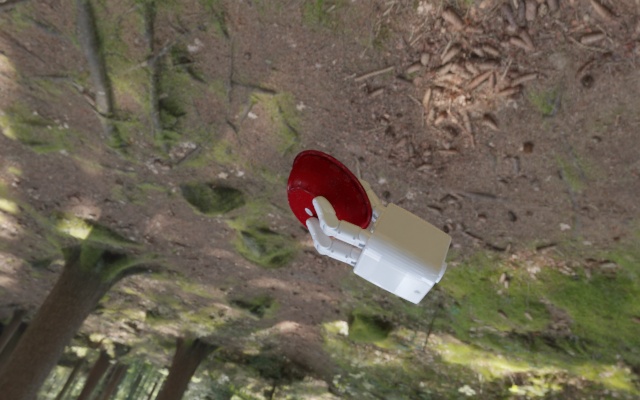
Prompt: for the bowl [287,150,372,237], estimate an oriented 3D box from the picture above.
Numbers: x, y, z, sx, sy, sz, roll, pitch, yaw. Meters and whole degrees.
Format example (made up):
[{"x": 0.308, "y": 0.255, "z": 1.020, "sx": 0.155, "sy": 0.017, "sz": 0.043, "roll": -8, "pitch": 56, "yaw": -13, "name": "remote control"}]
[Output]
[{"x": -0.001, "y": 0.002, "z": 0.749, "sx": 0.055, "sy": 0.162, "sz": 0.162, "roll": -42, "pitch": 25, "yaw": -30, "name": "bowl"}]
